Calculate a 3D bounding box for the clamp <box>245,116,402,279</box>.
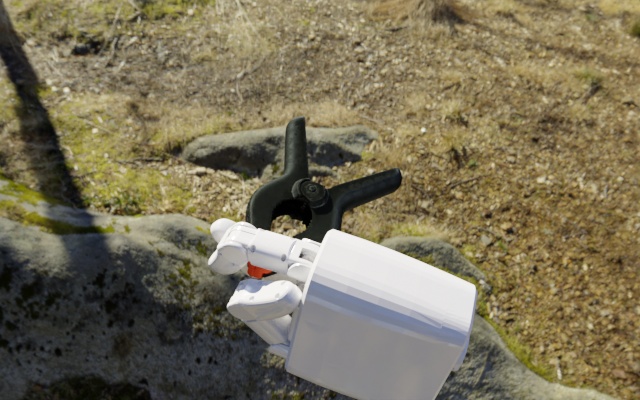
[{"bbox_3d":[0.000,0.001,0.408,0.120,0.171,0.039,19,-38,7],"label":"clamp"}]
